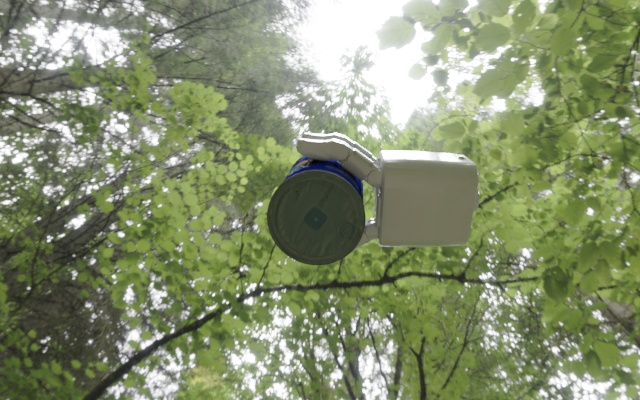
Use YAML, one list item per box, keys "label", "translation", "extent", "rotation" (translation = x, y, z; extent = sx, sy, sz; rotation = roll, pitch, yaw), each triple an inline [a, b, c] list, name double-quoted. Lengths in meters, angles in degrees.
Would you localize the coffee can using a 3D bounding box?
- label: "coffee can"
  translation: [0.000, 0.002, 0.560]
  extent: [0.103, 0.103, 0.140]
  rotation: [0, 15, 4]
